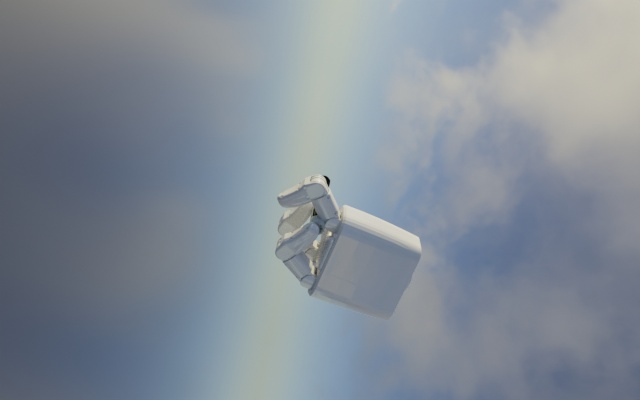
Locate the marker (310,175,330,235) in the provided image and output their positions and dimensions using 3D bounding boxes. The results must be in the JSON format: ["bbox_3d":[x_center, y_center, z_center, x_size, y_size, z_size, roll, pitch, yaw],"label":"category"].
[{"bbox_3d":[0.000,0.002,0.605,0.020,0.020,0.121,0,31,5],"label":"marker"}]
